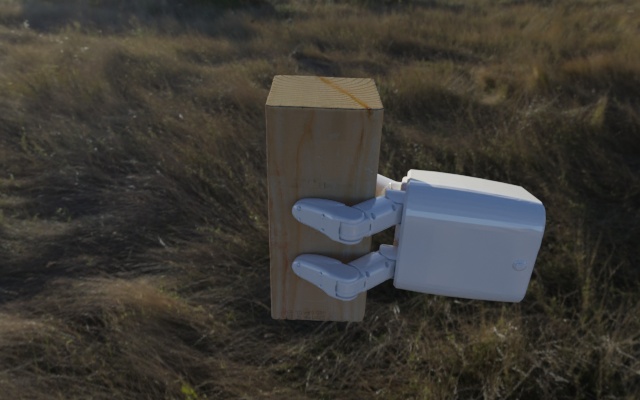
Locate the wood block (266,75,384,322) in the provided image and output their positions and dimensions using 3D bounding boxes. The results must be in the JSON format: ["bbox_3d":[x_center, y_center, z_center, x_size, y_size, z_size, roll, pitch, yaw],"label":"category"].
[{"bbox_3d":[0.000,0.001,0.435,0.090,0.206,0.090,2,29,0],"label":"wood block"}]
